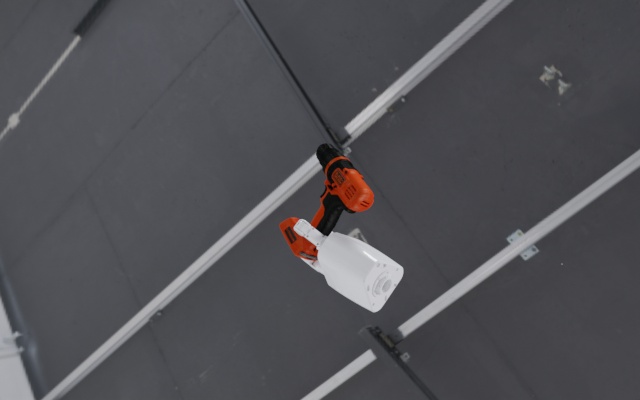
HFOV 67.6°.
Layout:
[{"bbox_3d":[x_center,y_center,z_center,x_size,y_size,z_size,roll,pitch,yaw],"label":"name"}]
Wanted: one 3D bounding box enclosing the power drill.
[{"bbox_3d":[0.000,0.003,0.886,0.057,0.188,0.184,20,25,-37],"label":"power drill"}]
